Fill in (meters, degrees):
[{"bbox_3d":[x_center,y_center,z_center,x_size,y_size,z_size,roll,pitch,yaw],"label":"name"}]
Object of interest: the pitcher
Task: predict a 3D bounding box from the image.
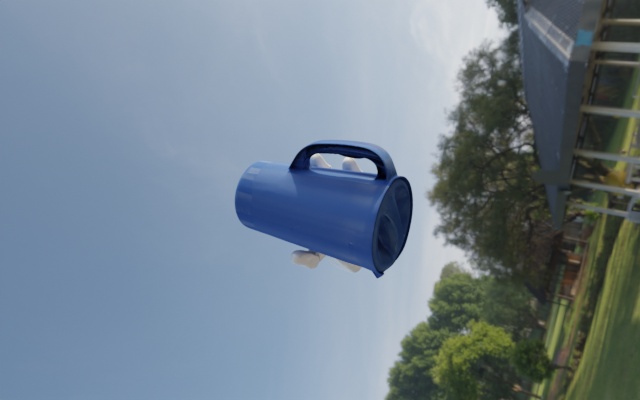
[{"bbox_3d":[0.000,0.002,0.680,0.243,0.149,0.145,13,-17,29],"label":"pitcher"}]
